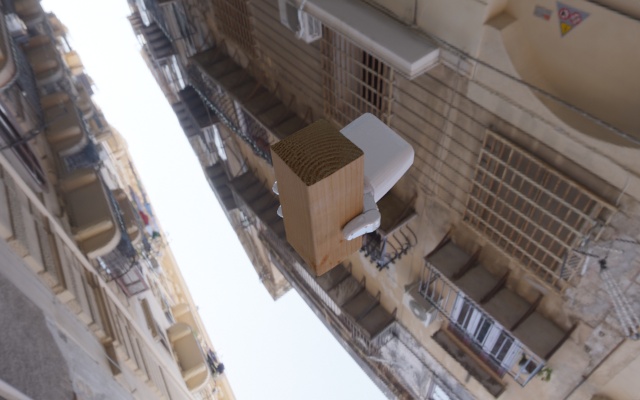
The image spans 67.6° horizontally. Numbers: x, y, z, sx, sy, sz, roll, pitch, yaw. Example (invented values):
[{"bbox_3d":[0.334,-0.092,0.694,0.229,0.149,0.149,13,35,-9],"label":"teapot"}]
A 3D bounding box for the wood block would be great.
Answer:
[{"bbox_3d":[0.001,0.002,0.678,0.090,0.206,0.090,-31,55,-20],"label":"wood block"}]
